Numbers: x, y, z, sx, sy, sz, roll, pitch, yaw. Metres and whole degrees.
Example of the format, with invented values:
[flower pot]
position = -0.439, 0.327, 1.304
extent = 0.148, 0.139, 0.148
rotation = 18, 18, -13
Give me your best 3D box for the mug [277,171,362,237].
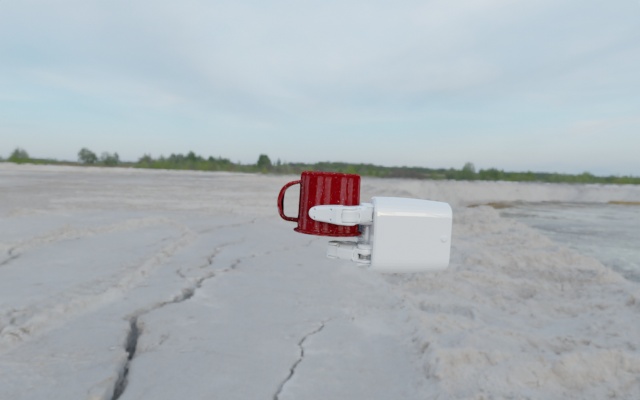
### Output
[mug]
position = -0.001, 0.002, 0.643
extent = 0.117, 0.081, 0.093
rotation = 3, 3, -10
